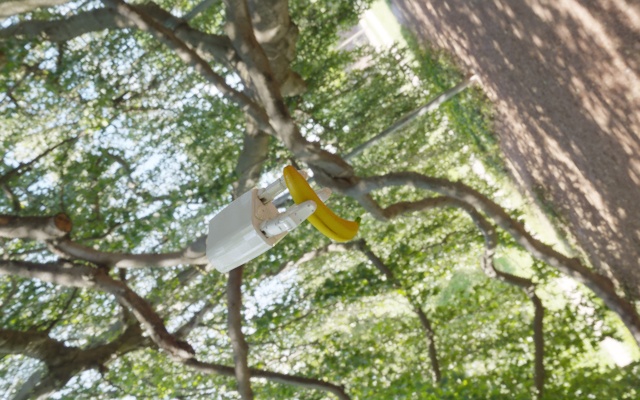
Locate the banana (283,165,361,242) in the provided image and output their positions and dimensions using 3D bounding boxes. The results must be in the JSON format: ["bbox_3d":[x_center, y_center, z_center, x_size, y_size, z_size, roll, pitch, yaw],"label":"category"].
[{"bbox_3d":[0.004,0.018,0.762,0.037,0.069,0.198,-30,-44,23],"label":"banana"}]
